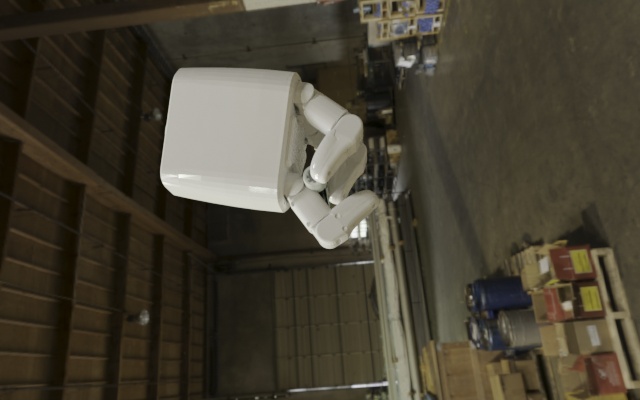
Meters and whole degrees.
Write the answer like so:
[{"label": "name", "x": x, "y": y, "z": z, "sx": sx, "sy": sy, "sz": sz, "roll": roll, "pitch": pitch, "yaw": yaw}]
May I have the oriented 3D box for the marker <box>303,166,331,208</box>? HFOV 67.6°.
[{"label": "marker", "x": 0.000, "y": 0.001, "z": 0.440, "sx": 0.020, "sy": 0.020, "sz": 0.121, "roll": 0, "pitch": -21, "yaw": 5}]
